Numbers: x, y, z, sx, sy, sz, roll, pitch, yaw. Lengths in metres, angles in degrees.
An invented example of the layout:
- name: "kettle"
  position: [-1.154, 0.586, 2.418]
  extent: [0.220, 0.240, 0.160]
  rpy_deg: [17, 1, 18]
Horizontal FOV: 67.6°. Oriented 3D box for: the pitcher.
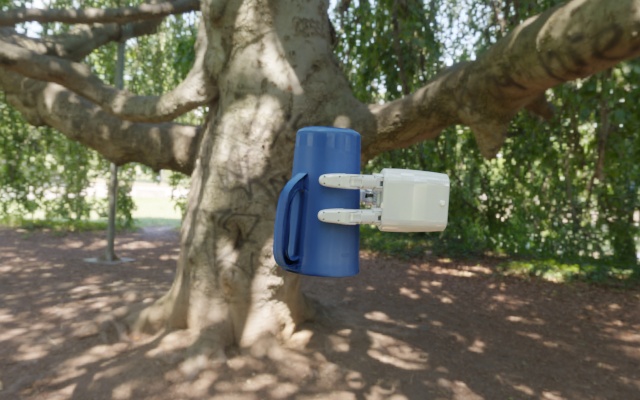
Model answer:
- name: "pitcher"
  position: [0.000, 0.003, 0.795]
  extent: [0.145, 0.243, 0.149]
  rpy_deg: [3, 3, -3]
